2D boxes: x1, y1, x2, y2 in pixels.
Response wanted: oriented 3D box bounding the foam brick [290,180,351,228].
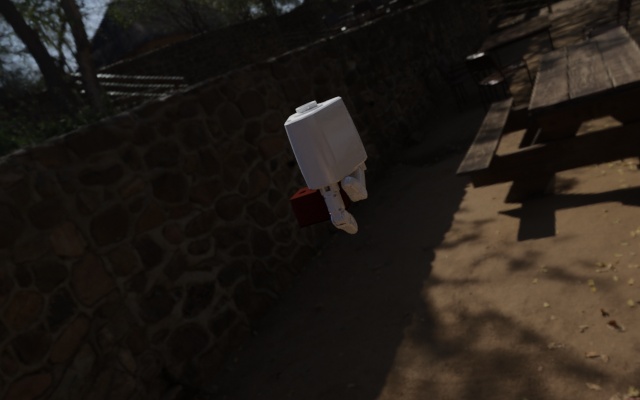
[{"bbox_3d":[0.000,0.003,0.762,0.078,0.051,0.053,-17,16,24],"label":"foam brick"}]
